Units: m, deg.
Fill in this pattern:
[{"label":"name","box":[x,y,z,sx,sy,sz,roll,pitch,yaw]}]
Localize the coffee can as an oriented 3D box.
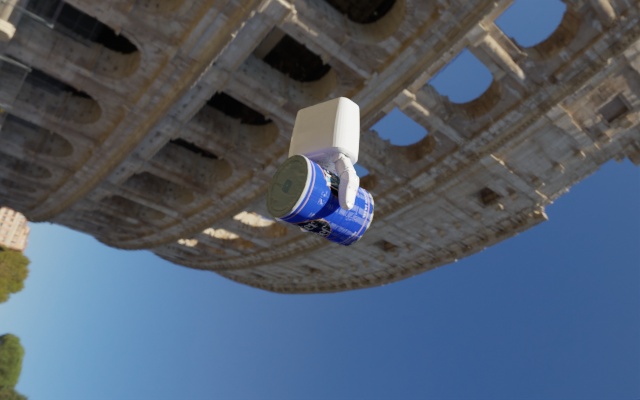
[{"label":"coffee can","box":[0.000,0.003,0.758,0.140,0.102,0.103,26,-15,-34]}]
